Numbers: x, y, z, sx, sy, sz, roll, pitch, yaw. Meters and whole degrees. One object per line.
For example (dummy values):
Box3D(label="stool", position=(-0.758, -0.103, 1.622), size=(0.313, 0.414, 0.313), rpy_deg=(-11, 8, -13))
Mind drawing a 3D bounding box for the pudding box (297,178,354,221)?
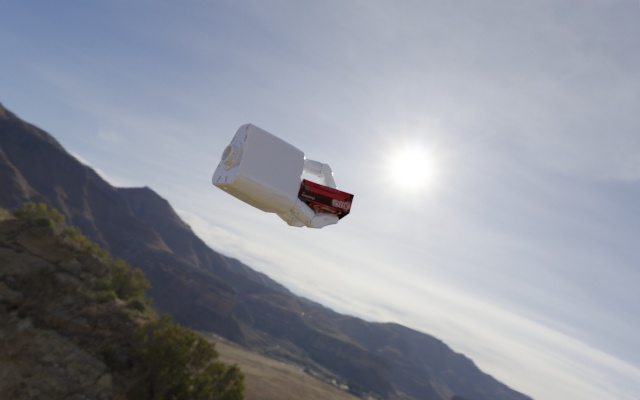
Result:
Box3D(label="pudding box", position=(0.000, 0.002, 0.812), size=(0.090, 0.039, 0.113), rpy_deg=(18, -11, -6))
